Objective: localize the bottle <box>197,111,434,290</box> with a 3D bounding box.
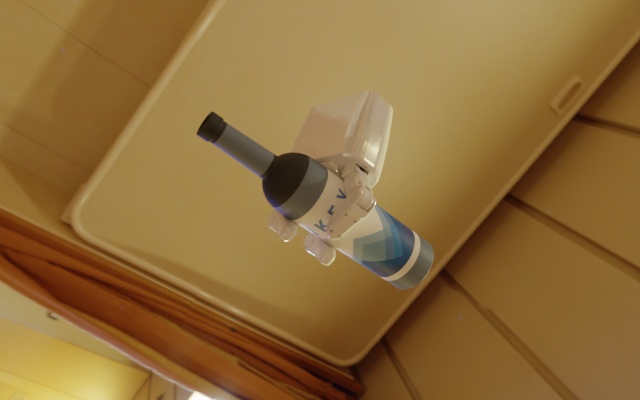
[{"bbox_3d":[0.000,0.002,0.515,0.296,0.069,0.069,34,-16,-24],"label":"bottle"}]
